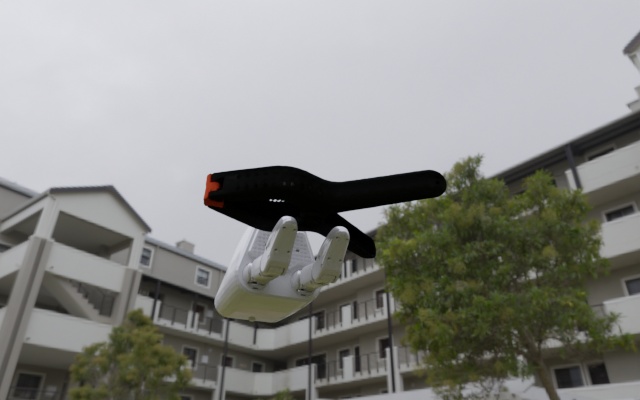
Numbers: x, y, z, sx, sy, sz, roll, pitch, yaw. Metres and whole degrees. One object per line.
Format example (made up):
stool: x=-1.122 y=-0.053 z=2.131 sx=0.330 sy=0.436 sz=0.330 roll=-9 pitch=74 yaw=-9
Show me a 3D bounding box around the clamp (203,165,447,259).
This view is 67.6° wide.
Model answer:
clamp: x=-0.001 y=0.001 z=0.452 sx=0.210 sy=0.036 sz=0.165 roll=13 pitch=-34 yaw=-22
